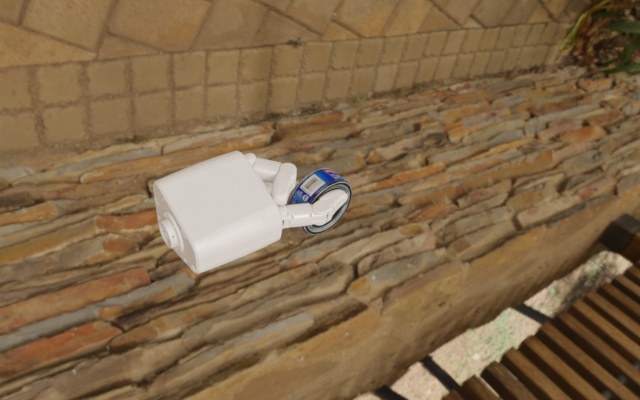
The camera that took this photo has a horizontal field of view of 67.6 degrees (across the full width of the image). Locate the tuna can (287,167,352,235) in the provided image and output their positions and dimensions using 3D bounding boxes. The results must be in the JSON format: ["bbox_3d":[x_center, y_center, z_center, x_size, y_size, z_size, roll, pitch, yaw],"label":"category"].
[{"bbox_3d":[0.001,0.002,0.621,0.033,0.086,0.086,40,24,32],"label":"tuna can"}]
